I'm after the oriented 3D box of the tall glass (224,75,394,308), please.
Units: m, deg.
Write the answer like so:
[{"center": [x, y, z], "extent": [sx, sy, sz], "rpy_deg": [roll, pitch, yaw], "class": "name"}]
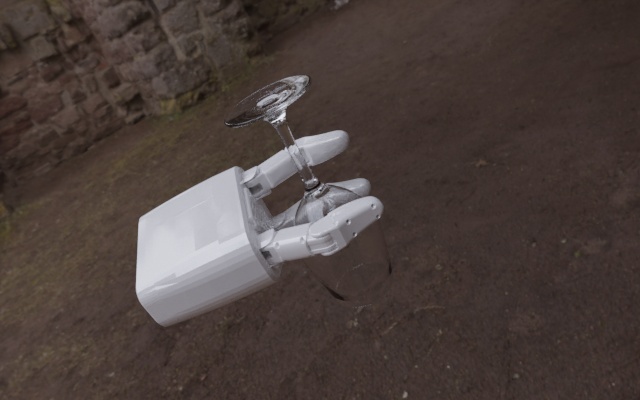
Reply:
[{"center": [0.000, 0.001, 0.407], "extent": [0.079, 0.201, 0.079], "rpy_deg": [-21, 28, 12], "class": "tall glass"}]
